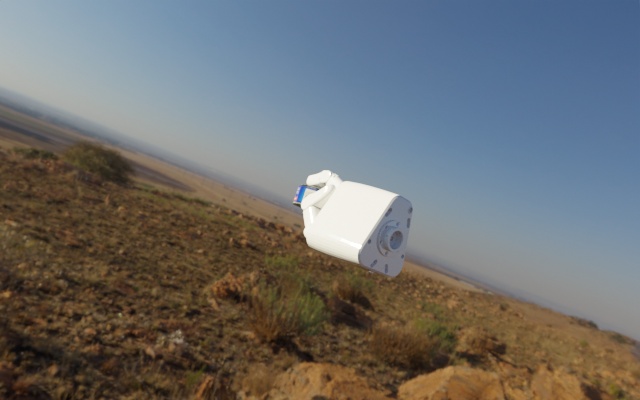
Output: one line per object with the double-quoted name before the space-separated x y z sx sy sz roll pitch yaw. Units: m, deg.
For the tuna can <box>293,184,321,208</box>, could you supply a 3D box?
"tuna can" 0.000 0.002 0.777 0.086 0.033 0.086 18 -5 2
